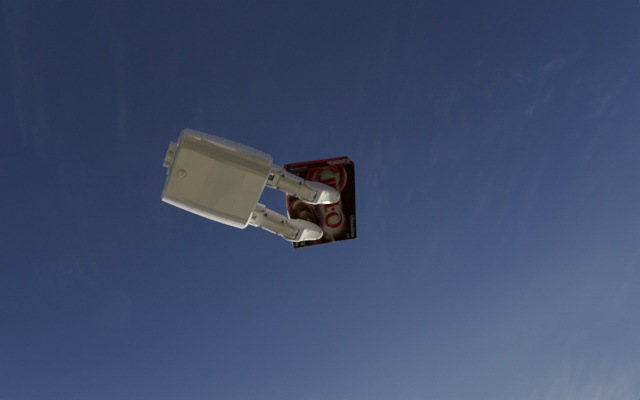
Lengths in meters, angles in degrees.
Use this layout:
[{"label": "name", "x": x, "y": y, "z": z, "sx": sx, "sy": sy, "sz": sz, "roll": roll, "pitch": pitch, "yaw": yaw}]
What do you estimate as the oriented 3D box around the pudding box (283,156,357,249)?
[{"label": "pudding box", "x": 0.000, "y": 0.002, "z": 0.637, "sx": 0.090, "sy": 0.113, "sz": 0.039, "roll": -8, "pitch": 26, "yaw": -10}]
